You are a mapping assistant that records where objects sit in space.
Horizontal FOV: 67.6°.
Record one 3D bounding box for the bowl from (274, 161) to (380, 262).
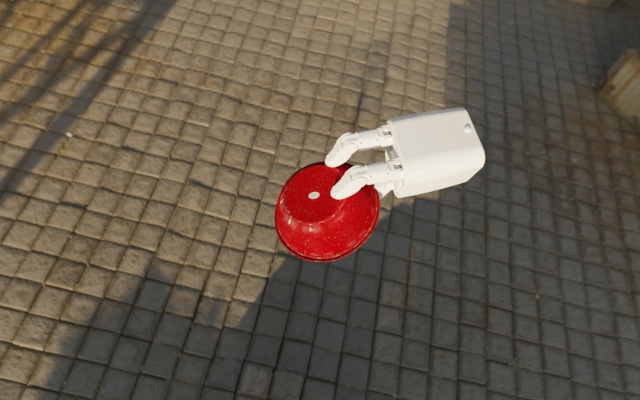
[{"bbox_3d":[-0.001,0.003,0.676,0.162,0.162,0.055,0,-26,20],"label":"bowl"}]
